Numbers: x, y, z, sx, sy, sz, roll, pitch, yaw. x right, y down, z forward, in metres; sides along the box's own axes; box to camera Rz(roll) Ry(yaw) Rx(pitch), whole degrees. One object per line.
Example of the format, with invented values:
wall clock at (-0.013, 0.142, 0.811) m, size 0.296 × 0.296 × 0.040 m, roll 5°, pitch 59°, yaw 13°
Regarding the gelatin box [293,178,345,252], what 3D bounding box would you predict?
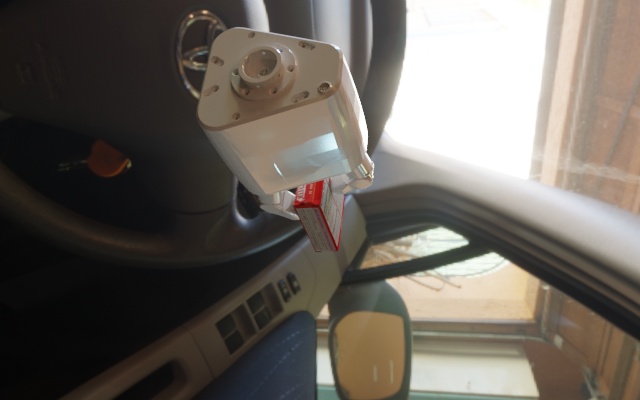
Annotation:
gelatin box at (0.001, 0.002, 0.509) m, size 0.030 × 0.073 × 0.089 m, roll -3°, pitch -37°, yaw 16°
